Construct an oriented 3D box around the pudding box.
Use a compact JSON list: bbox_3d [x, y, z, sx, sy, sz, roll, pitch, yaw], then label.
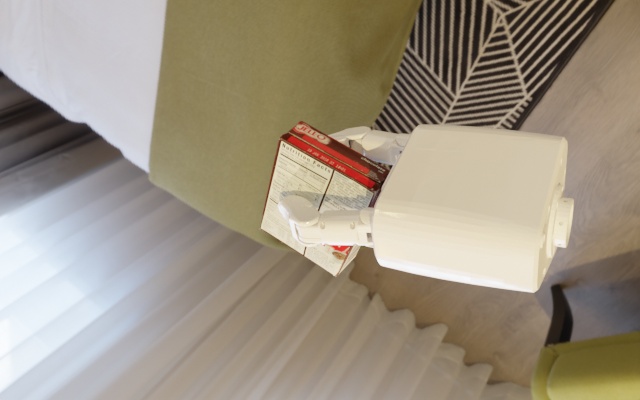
[{"bbox_3d":[0.000,0.001,0.408,0.090,0.114,0.039,32,43,13],"label":"pudding box"}]
